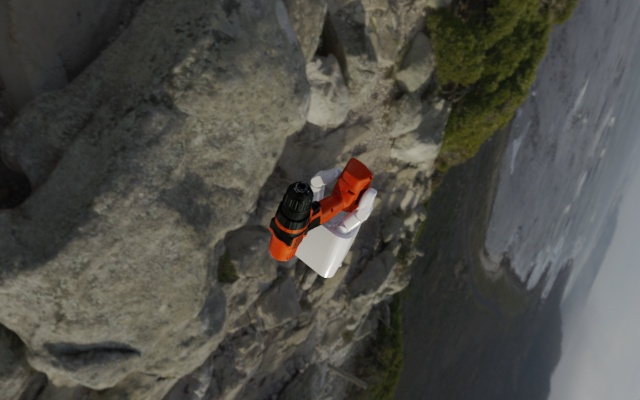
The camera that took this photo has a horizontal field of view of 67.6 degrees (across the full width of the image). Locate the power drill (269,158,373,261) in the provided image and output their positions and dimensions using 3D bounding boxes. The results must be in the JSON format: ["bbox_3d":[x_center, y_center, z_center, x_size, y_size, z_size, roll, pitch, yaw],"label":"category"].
[{"bbox_3d":[0.000,0.003,0.774,0.187,0.057,0.184,-32,-20,-33],"label":"power drill"}]
